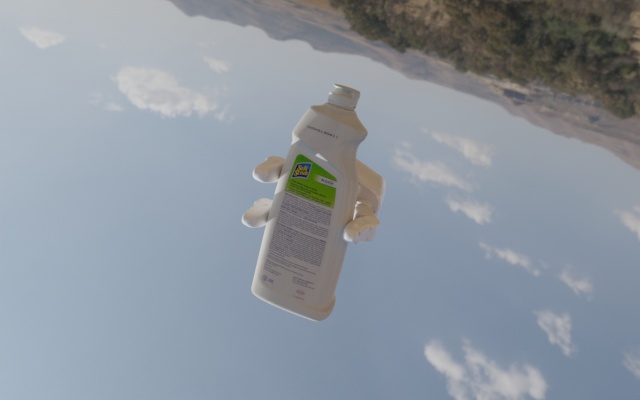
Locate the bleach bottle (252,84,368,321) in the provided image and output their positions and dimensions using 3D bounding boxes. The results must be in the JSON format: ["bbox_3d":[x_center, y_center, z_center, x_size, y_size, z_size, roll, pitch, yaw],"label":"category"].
[{"bbox_3d":[0.000,0.002,0.525,0.102,0.251,0.068,20,18,8],"label":"bleach bottle"}]
